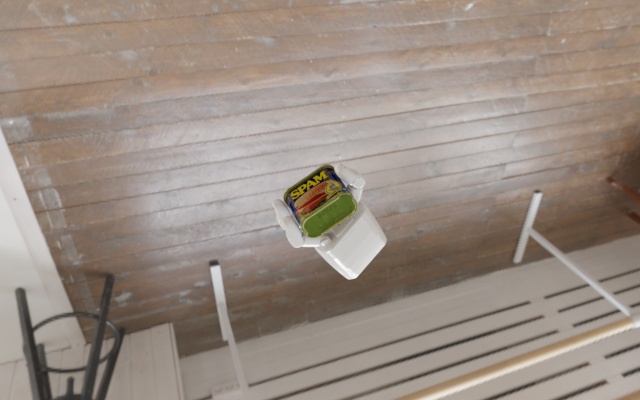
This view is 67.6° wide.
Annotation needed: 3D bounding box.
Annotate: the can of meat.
[{"bbox_3d":[0.000,0.003,0.776,0.102,0.057,0.084,-34,42,2],"label":"can of meat"}]
